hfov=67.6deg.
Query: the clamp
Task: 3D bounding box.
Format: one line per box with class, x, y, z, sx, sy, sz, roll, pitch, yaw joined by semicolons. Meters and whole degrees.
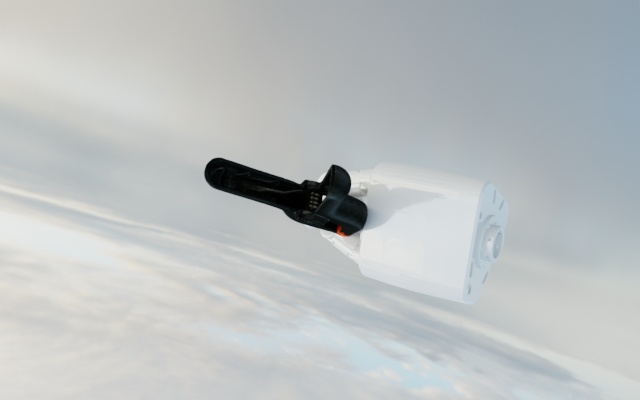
clamp;0.000;0.002;0.404;0.120;0.039;0.171;10;-8;36
